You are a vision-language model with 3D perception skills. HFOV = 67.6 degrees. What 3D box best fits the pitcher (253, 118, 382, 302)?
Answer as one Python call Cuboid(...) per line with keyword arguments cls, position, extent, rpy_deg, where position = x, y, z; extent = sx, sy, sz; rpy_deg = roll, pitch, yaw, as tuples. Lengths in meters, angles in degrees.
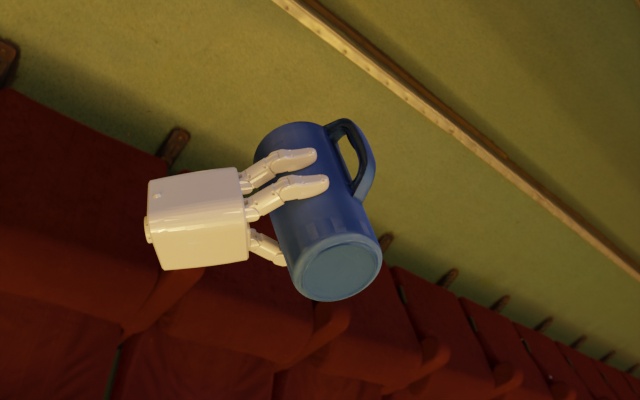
Cuboid(cls="pitcher", position=(0.000, 0.002, 0.624), extent=(0.145, 0.149, 0.242), rpy_deg=(-6, 39, -13))
